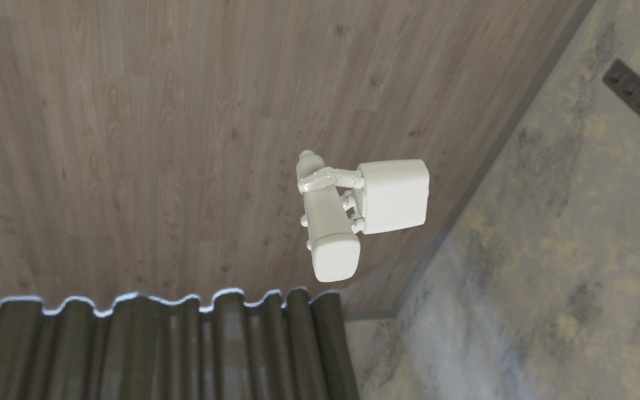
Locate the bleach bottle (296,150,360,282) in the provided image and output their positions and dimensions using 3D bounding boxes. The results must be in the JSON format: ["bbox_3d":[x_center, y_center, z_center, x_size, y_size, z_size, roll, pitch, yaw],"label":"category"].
[{"bbox_3d":[0.000,0.003,0.776,0.068,0.250,0.103,-7,-43,-9],"label":"bleach bottle"}]
